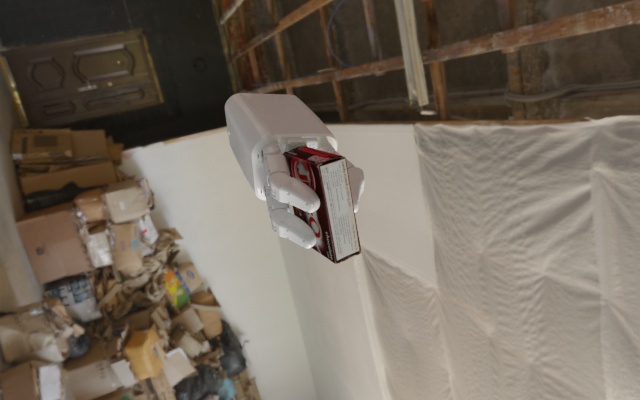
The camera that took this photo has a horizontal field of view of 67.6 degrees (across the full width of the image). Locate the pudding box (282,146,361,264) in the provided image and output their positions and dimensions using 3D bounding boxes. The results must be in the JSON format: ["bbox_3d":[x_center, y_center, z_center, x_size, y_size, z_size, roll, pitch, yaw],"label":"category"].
[{"bbox_3d":[0.000,0.002,0.525,0.039,0.113,0.090,-21,21,-22],"label":"pudding box"}]
